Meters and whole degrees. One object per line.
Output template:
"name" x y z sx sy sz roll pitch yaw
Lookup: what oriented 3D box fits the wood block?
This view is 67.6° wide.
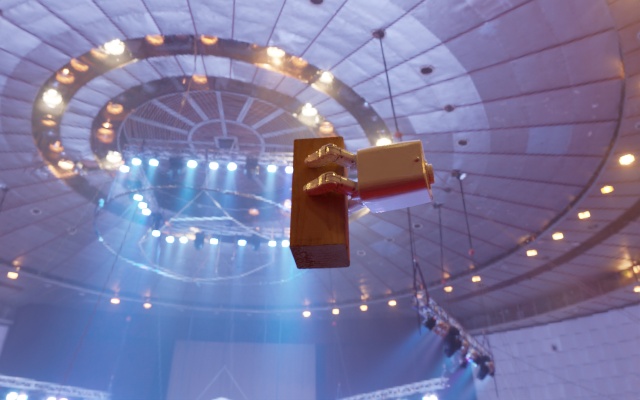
"wood block" 0.001 0.003 0.806 0.090 0.206 0.091 -3 -32 6
